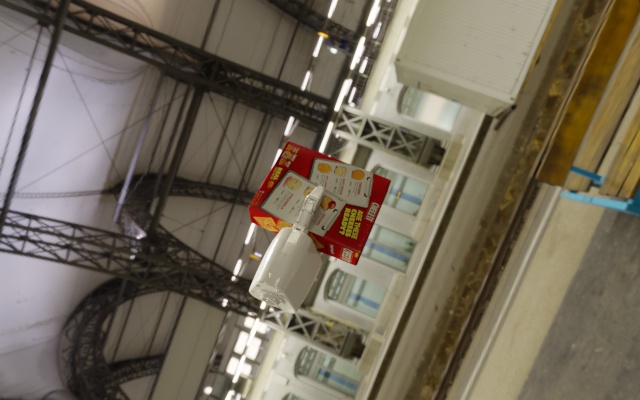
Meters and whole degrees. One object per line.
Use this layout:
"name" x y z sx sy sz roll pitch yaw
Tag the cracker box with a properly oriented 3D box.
"cracker box" 0.000 0.003 0.883 0.213 0.164 0.072 22 -29 9
